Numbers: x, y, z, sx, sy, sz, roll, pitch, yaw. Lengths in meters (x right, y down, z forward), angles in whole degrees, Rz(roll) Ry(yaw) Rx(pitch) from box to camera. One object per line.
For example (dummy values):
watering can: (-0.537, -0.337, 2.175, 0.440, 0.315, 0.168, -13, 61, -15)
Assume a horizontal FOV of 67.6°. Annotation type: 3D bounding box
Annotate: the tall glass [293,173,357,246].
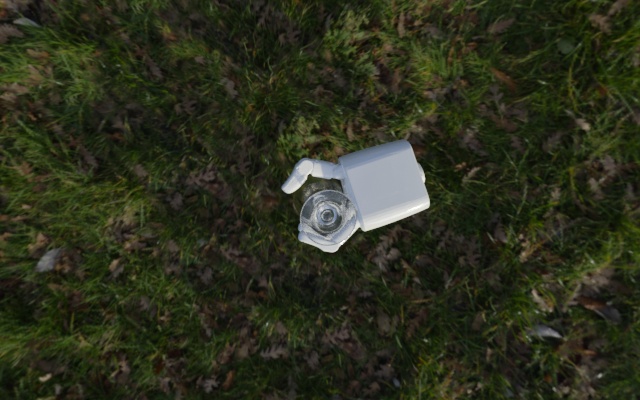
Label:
tall glass: (0.000, 0.002, 0.712, 0.079, 0.079, 0.201, 0, 12, -7)
